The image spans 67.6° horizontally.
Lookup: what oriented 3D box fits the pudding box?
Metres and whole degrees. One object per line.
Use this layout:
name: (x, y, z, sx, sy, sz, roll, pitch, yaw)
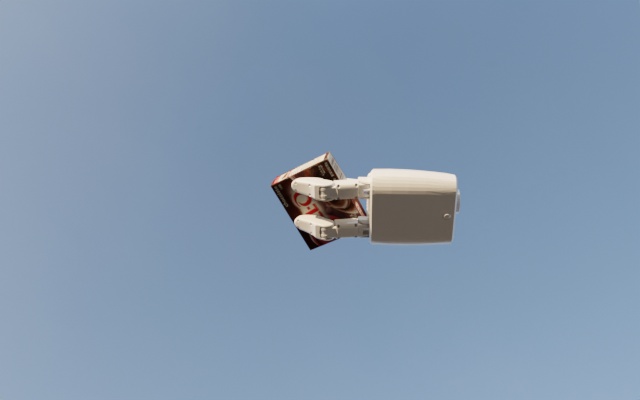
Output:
pudding box: (0.000, 0.002, 0.649, 0.090, 0.113, 0.039, -24, 16, 20)
